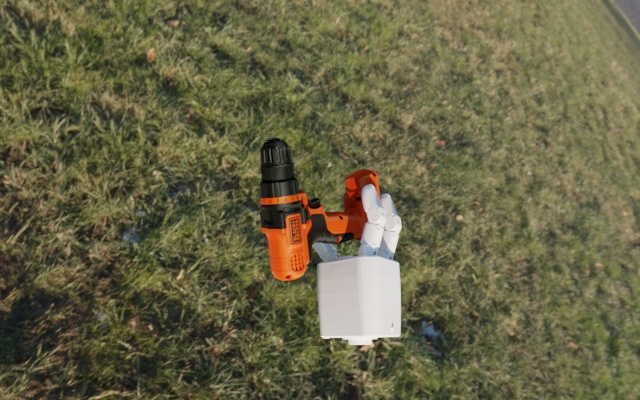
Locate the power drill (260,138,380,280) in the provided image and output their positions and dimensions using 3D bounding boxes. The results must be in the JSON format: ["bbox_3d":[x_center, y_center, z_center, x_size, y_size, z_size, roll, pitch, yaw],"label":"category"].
[{"bbox_3d":[0.001,0.002,0.661,0.187,0.184,0.057,-10,9,-39],"label":"power drill"}]
